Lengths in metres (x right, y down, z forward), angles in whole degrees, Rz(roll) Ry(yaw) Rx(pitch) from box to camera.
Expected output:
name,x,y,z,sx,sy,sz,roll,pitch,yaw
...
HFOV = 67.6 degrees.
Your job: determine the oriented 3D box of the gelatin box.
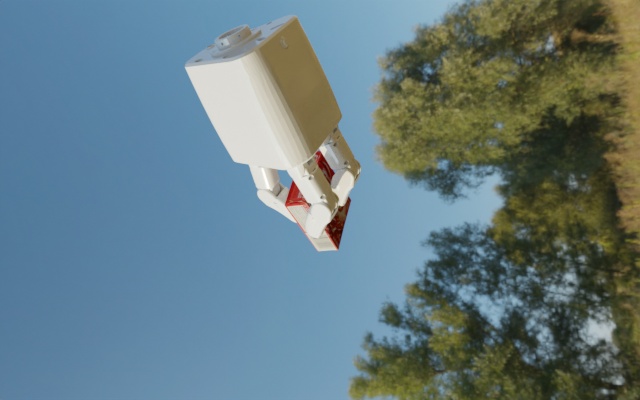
name,x,y,z,sx,sy,sz,roll,pitch,yaw
gelatin box,0.000,0.002,0.528,0.030,0.073,0.089,-5,-41,27
